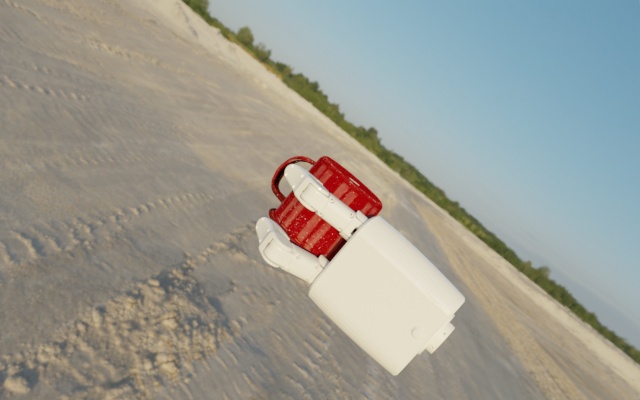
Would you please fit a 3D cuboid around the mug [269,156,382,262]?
[{"bbox_3d":[-0.001,0.001,0.489,0.117,0.081,0.093,43,9,19],"label":"mug"}]
